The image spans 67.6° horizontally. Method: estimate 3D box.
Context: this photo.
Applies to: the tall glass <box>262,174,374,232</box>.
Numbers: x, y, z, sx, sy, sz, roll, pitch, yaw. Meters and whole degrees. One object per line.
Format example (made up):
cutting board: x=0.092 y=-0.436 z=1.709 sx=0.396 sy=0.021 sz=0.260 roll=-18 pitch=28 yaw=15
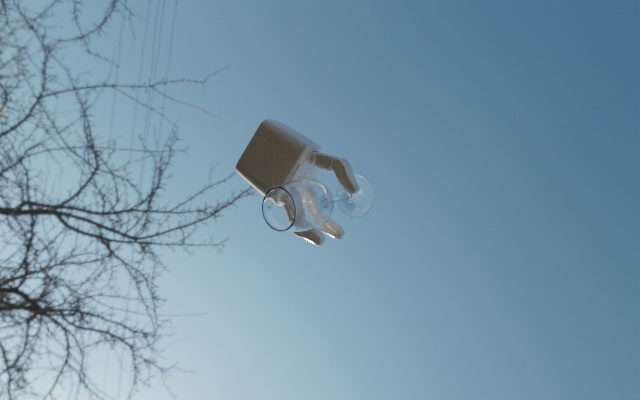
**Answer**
tall glass: x=0.001 y=0.002 z=0.733 sx=0.079 sy=0.079 sz=0.201 roll=0 pitch=6 yaw=36
